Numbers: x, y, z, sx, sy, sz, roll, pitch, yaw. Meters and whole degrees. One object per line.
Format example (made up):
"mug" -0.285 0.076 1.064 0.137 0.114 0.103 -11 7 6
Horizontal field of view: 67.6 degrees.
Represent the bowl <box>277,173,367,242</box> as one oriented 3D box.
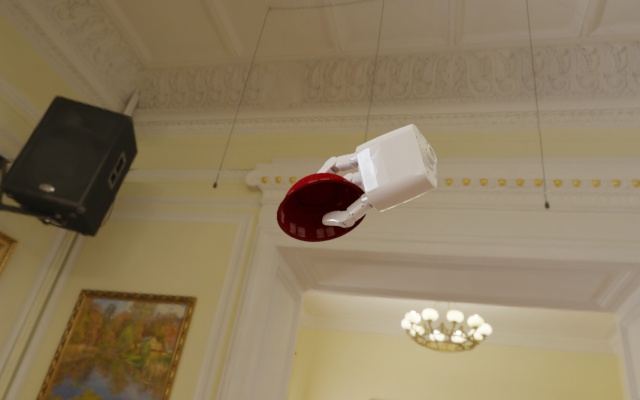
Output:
"bowl" -0.001 0.003 0.844 0.162 0.055 0.162 -8 -43 -7
